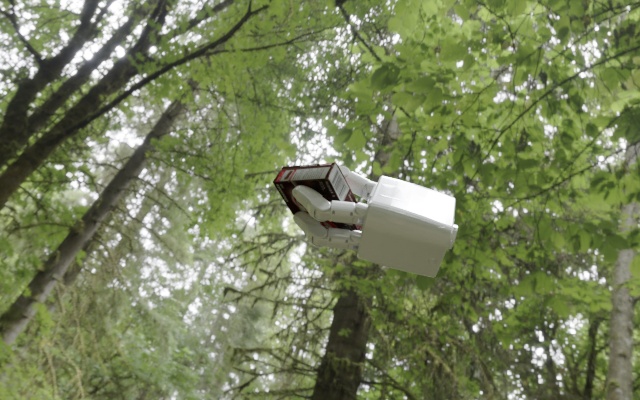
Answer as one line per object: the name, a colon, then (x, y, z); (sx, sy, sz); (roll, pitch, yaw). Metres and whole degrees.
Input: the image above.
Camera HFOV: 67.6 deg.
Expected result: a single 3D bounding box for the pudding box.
pudding box: (0.000, 0.002, 0.657); (0.090, 0.114, 0.039); (-3, 41, 32)
